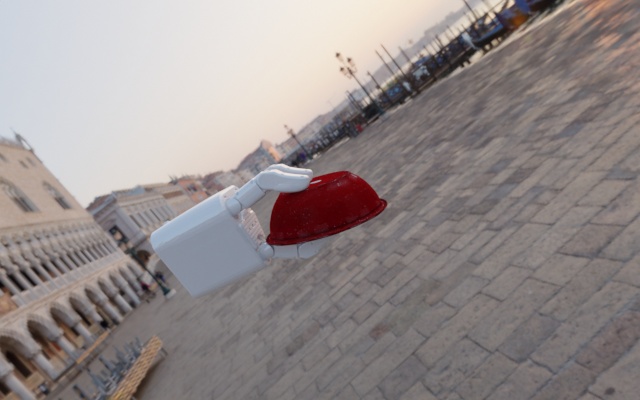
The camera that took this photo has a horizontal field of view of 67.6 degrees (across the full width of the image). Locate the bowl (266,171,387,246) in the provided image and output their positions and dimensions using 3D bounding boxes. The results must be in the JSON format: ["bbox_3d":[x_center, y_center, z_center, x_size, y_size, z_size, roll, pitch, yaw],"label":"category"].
[{"bbox_3d":[0.001,0.001,0.605,0.162,0.055,0.162,-17,9,3],"label":"bowl"}]
